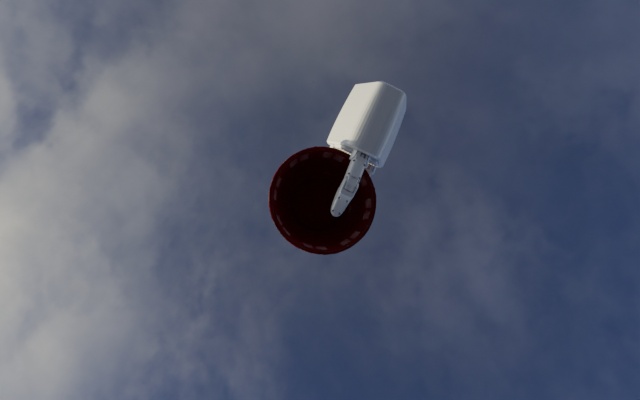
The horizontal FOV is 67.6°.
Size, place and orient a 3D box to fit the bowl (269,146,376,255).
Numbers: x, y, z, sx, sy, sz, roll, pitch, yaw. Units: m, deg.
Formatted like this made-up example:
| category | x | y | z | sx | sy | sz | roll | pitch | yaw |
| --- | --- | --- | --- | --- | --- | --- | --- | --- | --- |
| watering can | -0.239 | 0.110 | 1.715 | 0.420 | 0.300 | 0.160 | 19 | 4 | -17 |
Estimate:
| category | x | y | z | sx | sy | sz | roll | pitch | yaw |
| --- | --- | --- | --- | --- | --- | --- | --- | --- | --- |
| bowl | -0.001 | 0.003 | 0.727 | 0.162 | 0.162 | 0.055 | 0 | -8 | -11 |
